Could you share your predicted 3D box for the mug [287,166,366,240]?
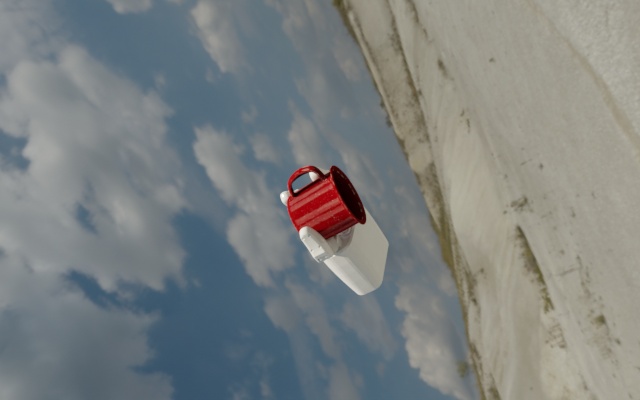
[{"bbox_3d":[-0.001,0.001,0.669,0.081,0.117,0.093,-29,31,18],"label":"mug"}]
